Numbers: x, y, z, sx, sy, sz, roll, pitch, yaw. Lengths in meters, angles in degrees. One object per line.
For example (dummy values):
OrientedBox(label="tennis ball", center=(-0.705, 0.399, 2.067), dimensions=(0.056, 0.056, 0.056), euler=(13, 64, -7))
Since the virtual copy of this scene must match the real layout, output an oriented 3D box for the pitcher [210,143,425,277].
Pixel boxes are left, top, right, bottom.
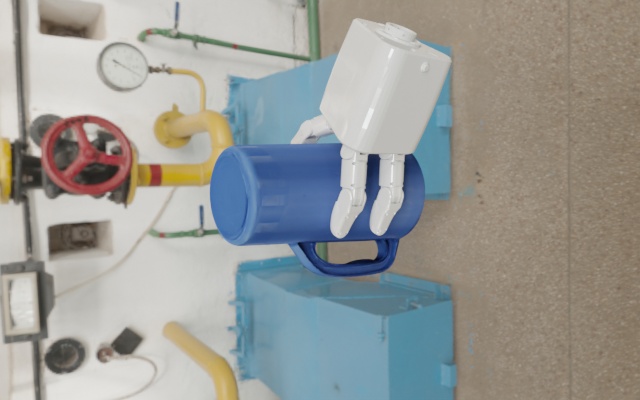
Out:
OrientedBox(label="pitcher", center=(0.000, 0.002, 0.572), dimensions=(0.243, 0.145, 0.149), euler=(-3, 39, -36))
